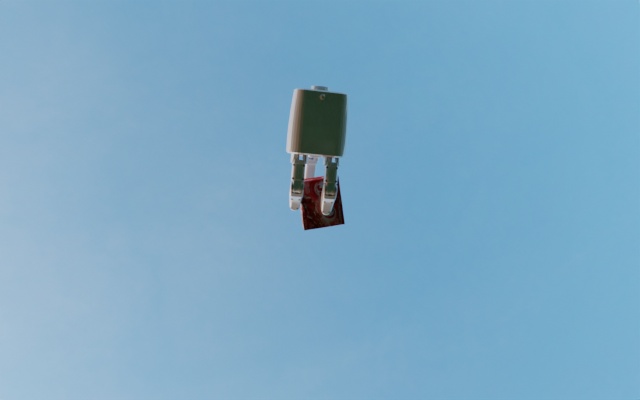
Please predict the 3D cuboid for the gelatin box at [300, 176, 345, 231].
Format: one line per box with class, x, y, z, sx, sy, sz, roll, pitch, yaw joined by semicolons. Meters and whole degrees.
gelatin box;0.000;0.003;0.835;0.073;0.089;0.030;-9;14;-6
